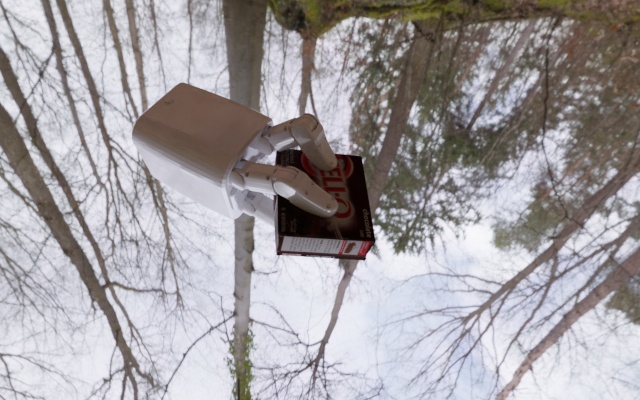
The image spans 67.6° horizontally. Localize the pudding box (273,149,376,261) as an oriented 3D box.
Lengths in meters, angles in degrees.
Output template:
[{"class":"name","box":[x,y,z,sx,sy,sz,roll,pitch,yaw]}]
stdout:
[{"class":"pudding box","box":[0.000,0.002,0.466,0.090,0.113,0.039,4,-38,-11]}]
